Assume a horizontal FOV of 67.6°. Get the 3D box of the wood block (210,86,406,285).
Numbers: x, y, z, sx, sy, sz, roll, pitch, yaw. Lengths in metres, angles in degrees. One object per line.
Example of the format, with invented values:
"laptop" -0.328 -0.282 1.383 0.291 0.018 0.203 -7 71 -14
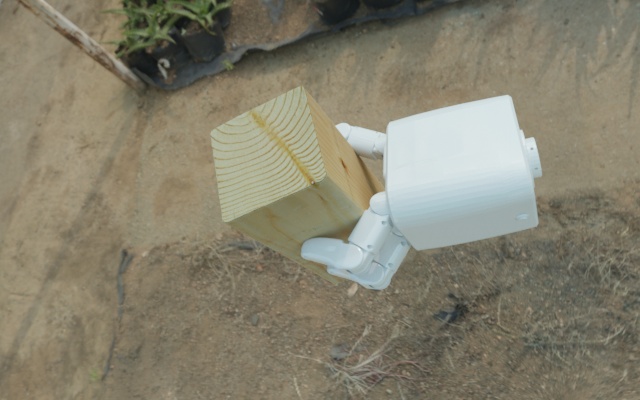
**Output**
"wood block" 0.000 0.001 0.444 0.090 0.090 0.206 -23 -30 16
